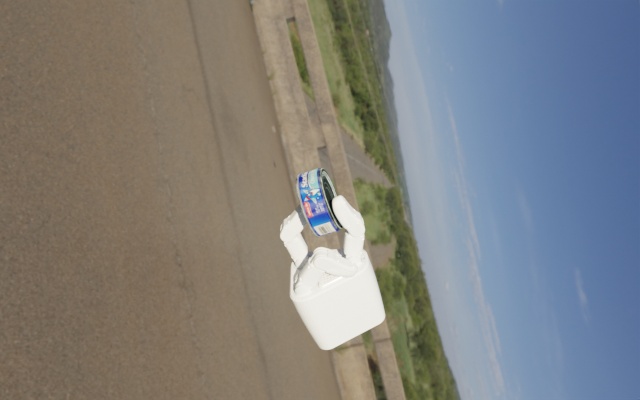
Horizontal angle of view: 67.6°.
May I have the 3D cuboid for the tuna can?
[{"bbox_3d":[0.001,0.002,0.615,0.034,0.086,0.086,-18,-4,12],"label":"tuna can"}]
